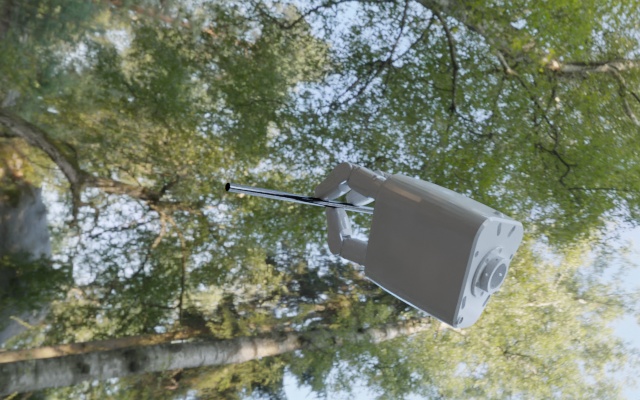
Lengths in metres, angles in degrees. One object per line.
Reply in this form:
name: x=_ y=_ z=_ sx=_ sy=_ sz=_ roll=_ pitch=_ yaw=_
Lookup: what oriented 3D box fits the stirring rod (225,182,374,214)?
stirring rod: x=0.000 y=0.002 z=0.507 sx=0.011 sy=0.011 sz=0.239 roll=0 pitch=-7 yaw=43
